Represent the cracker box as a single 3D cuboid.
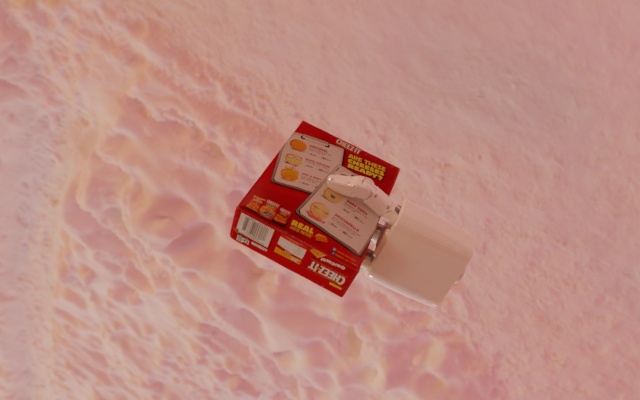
[{"bbox_3d":[0.000,0.002,0.648,0.164,0.072,0.213,27,44,2],"label":"cracker box"}]
